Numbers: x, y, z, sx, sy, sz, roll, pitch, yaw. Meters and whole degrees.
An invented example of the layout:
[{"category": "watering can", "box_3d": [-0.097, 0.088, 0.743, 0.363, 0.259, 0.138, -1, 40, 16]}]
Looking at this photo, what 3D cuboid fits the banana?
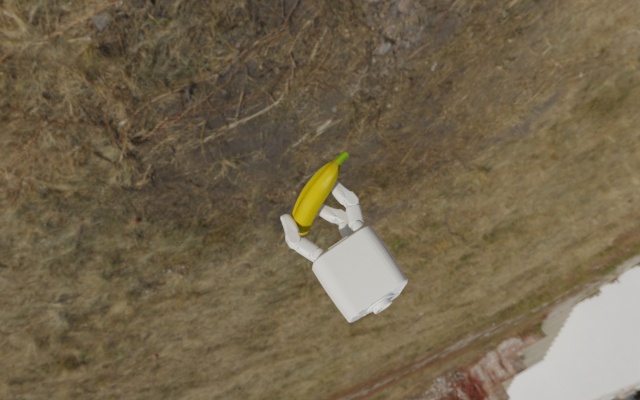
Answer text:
[{"category": "banana", "box_3d": [-0.012, 0.005, 0.781, 0.069, 0.037, 0.198, -20, -27, -42]}]
